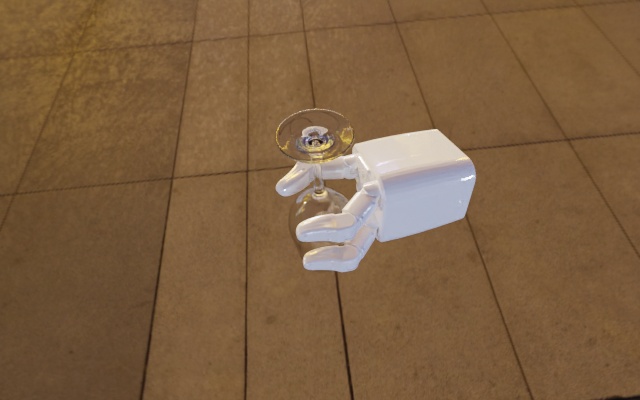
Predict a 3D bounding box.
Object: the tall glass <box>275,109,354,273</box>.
[{"bbox_3d":[0.000,0.001,0.522,0.079,0.079,0.201,0,-40,3],"label":"tall glass"}]
